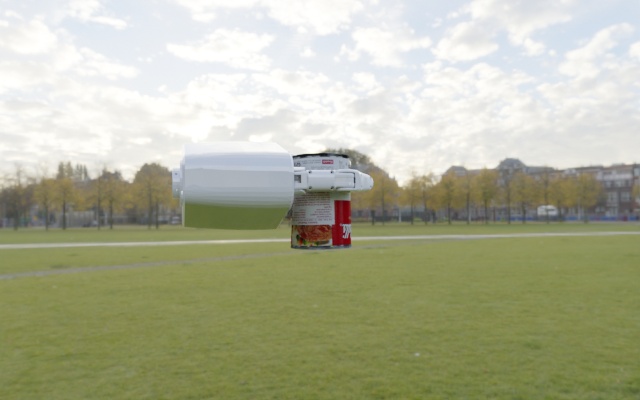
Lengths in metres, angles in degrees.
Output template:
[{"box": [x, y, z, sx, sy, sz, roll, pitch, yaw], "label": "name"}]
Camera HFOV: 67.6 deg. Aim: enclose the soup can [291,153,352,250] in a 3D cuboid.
[{"box": [0.001, 0.001, 0.532, 0.068, 0.102, 0.068, -1, -2, 0], "label": "soup can"}]
